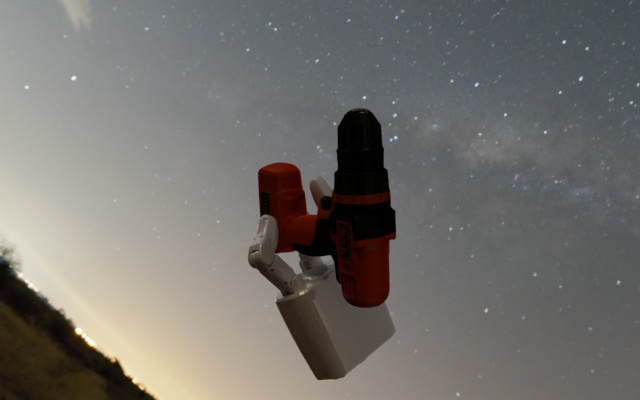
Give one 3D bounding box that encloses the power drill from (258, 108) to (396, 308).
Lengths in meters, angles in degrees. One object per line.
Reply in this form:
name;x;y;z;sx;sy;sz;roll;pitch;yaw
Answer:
power drill;0.000;0.002;0.495;0.057;0.184;0.187;-8;10;-32
